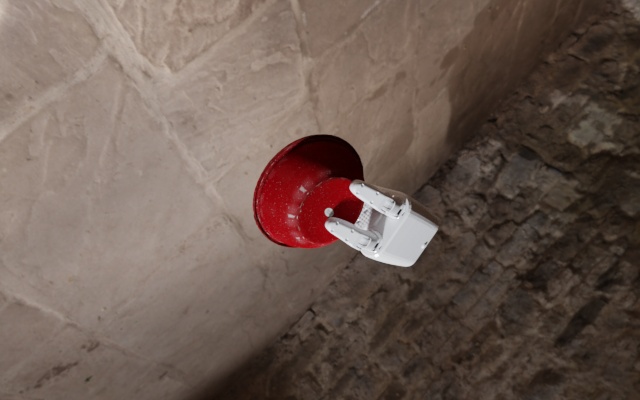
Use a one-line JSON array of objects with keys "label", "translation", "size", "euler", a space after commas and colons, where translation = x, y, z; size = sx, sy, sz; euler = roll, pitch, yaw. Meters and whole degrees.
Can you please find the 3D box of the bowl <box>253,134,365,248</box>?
[{"label": "bowl", "translation": [-0.001, 0.002, 0.596], "size": [0.162, 0.162, 0.055], "euler": [0, 26, -32]}]
